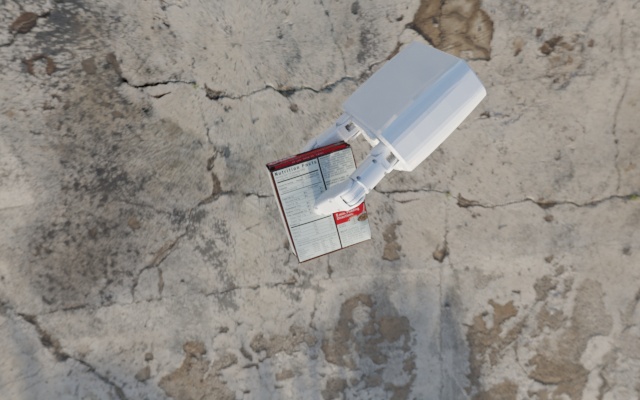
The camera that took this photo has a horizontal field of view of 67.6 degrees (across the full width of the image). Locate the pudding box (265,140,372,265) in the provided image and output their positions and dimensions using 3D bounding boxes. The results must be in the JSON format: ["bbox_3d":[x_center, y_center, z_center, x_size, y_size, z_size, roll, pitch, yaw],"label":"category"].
[{"bbox_3d":[0.000,0.002,0.512,0.090,0.113,0.039,-17,18,-7],"label":"pudding box"}]
